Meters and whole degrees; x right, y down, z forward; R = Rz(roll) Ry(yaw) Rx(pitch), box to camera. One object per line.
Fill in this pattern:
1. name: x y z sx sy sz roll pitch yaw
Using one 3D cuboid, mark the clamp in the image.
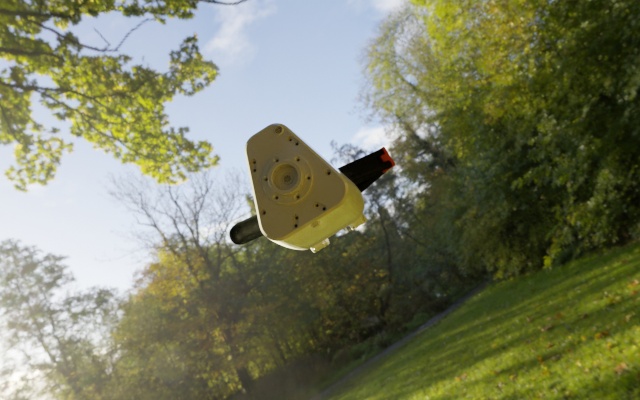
1. clamp: 0.000 0.001 0.615 0.210 0.036 0.164 -31 -13 6
